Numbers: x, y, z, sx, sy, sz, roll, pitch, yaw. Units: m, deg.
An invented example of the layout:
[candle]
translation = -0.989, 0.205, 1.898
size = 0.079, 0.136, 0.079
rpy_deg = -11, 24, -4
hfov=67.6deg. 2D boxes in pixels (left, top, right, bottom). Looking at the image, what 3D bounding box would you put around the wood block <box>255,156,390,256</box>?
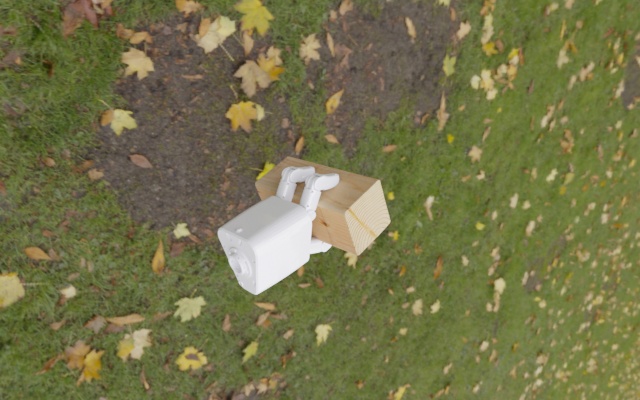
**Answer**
[wood block]
translation = 0.000, 0.003, 0.793
size = 0.206, 0.091, 0.090
rpy_deg = 19, 50, 41
